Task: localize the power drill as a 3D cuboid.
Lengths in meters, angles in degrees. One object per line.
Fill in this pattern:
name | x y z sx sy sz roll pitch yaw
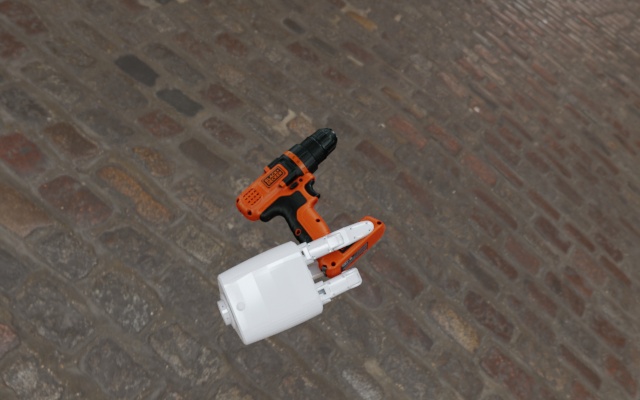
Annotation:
power drill | 0.000 0.003 0.680 0.187 0.184 0.057 43 -11 21
